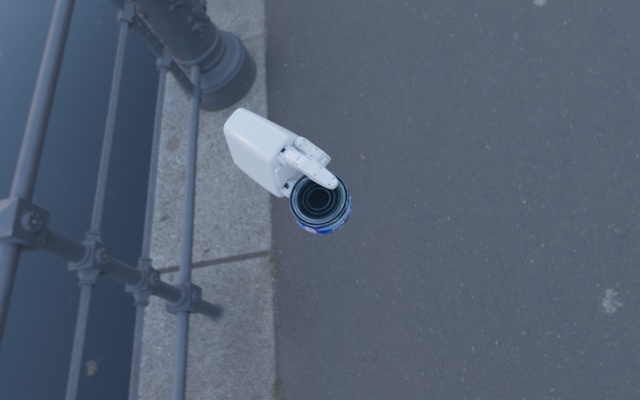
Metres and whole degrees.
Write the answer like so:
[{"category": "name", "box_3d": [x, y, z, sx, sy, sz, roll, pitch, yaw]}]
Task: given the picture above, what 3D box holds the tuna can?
[{"category": "tuna can", "box_3d": [0.000, 0.002, 0.661, 0.086, 0.086, 0.034, 0, -21, 11]}]
